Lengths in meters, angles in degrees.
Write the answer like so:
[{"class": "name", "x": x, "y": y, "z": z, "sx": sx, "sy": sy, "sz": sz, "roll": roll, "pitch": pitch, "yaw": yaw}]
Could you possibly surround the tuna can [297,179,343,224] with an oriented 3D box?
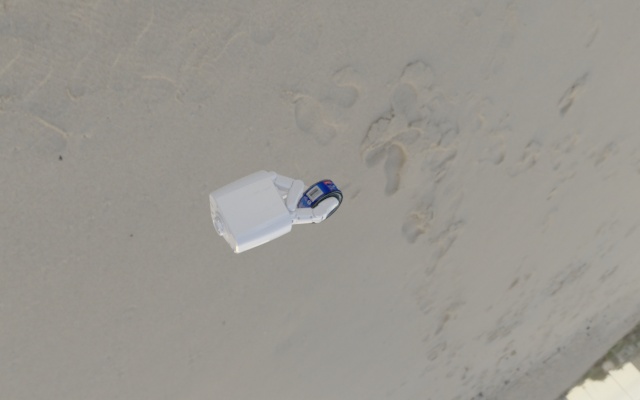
[{"class": "tuna can", "x": 0.001, "y": 0.003, "z": 0.897, "sx": 0.086, "sy": 0.086, "sz": 0.033, "roll": 0, "pitch": 42, "yaw": -52}]
